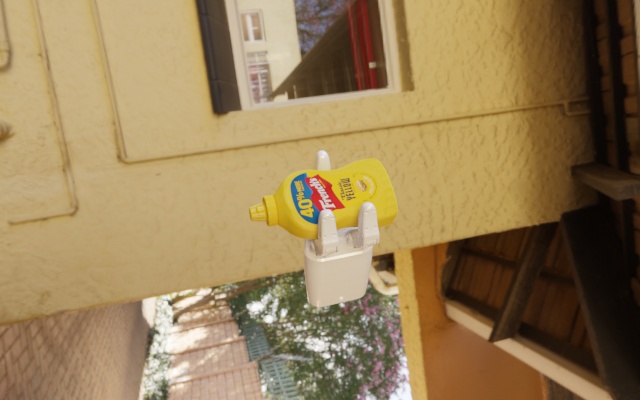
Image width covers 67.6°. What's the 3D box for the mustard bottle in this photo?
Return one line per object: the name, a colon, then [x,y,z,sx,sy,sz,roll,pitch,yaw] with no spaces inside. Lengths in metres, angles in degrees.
mustard bottle: [0.000,0.002,0.642,0.191,0.096,0.058,-10,-25,-13]
